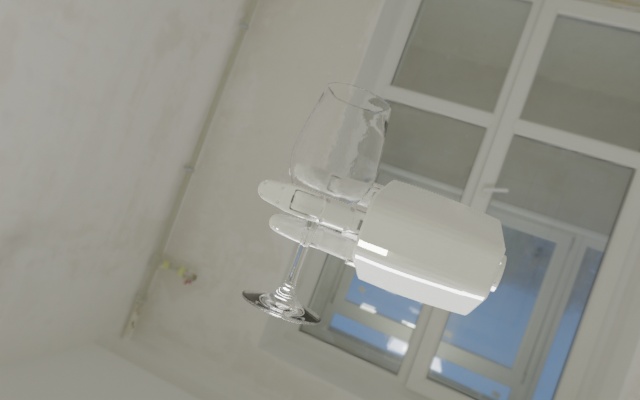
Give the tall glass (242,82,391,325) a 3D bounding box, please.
[{"bbox_3d":[0.000,0.002,0.424,0.079,0.201,0.079,20,-1,0],"label":"tall glass"}]
